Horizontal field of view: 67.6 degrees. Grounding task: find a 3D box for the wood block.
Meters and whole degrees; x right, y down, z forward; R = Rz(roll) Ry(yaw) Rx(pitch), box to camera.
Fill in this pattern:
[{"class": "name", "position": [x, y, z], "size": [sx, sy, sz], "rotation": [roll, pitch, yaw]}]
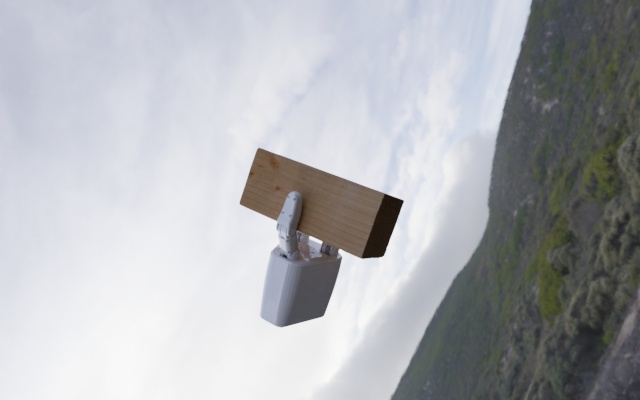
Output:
[{"class": "wood block", "position": [0.000, 0.003, 0.683], "size": [0.206, 0.090, 0.091], "rotation": [22, 5, 26]}]
